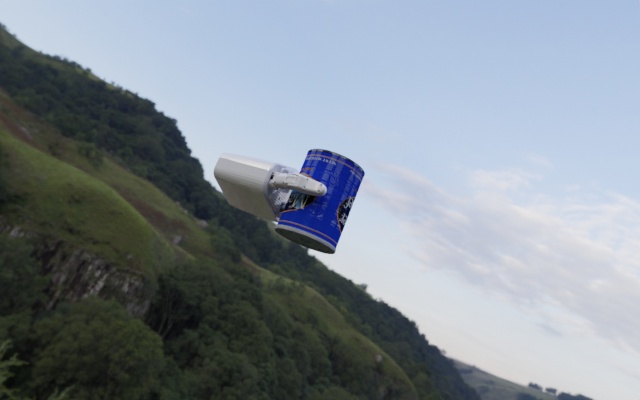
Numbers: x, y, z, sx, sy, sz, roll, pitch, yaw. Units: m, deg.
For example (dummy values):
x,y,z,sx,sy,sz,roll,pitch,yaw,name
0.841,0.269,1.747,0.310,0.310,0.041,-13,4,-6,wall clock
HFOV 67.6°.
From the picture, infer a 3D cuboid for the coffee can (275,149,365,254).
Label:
x,y,z,sx,sy,sz,roll,pitch,yaw,name
0.000,0.003,0.769,0.103,0.140,0.103,21,-14,6,coffee can
